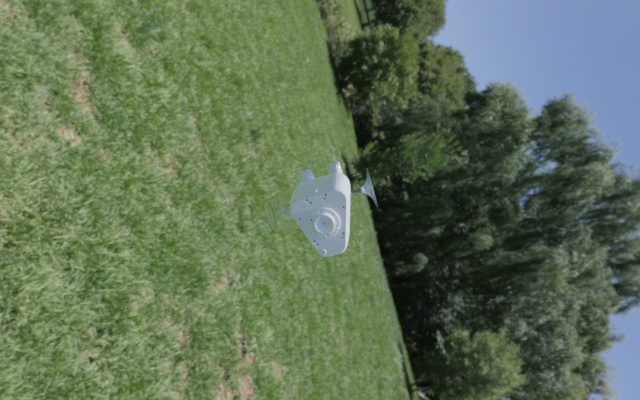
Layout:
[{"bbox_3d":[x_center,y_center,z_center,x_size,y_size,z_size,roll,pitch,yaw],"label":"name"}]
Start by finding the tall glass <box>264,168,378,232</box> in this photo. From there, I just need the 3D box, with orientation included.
[{"bbox_3d":[0.001,0.003,0.883,0.201,0.079,0.079,-16,-2,7],"label":"tall glass"}]
